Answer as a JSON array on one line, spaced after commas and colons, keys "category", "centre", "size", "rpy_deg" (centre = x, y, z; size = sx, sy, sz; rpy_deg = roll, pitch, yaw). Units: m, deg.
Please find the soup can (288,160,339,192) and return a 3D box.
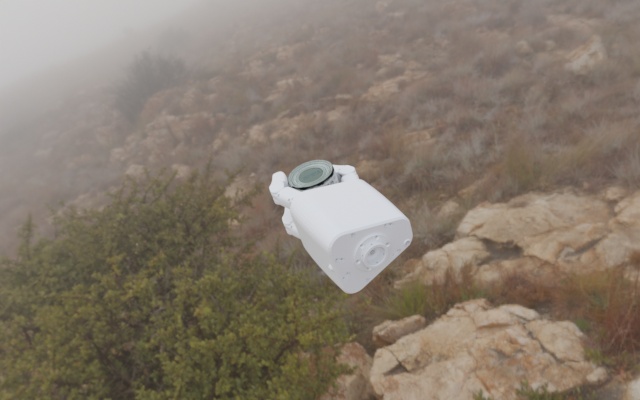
[{"category": "soup can", "centre": [0.000, 0.002, 0.680], "size": [0.068, 0.102, 0.068], "rpy_deg": [-13, 35, 10]}]
